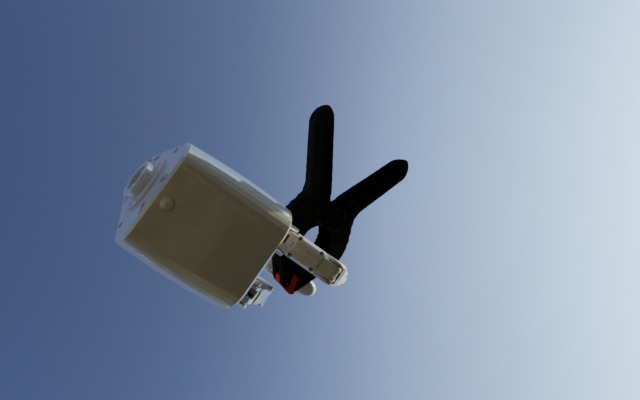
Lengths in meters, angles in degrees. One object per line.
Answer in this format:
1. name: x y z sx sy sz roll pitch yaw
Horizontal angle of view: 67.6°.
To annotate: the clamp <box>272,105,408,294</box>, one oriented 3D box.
1. clamp: 0.000 0.001 0.442 0.120 0.171 0.039 38 -6 -28
